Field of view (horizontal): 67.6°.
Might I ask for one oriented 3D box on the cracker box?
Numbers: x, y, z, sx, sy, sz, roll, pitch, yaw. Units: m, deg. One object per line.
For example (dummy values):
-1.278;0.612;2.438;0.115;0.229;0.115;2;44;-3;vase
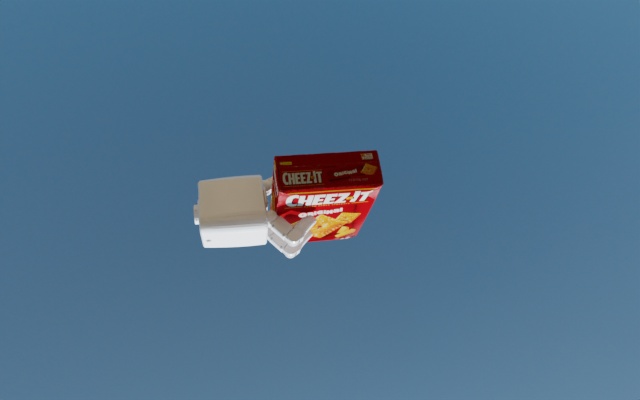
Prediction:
0.000;0.003;0.812;0.164;0.072;0.214;-5;-25;-11;cracker box
